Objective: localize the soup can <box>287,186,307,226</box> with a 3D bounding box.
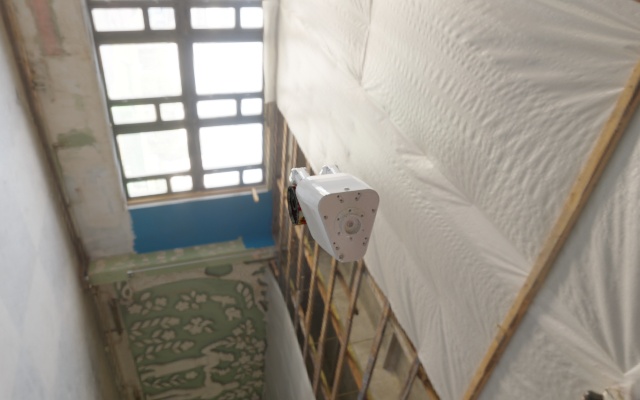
[{"bbox_3d":[0.000,0.003,0.816,0.102,0.068,0.068,-8,2,-16],"label":"soup can"}]
